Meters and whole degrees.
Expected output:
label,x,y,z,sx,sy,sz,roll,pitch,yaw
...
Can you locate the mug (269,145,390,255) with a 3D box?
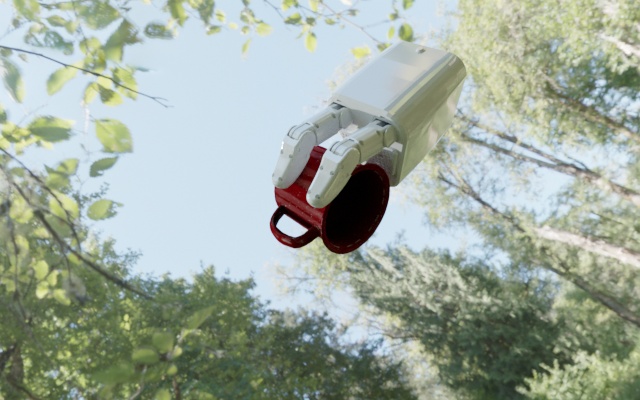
label,x,y,z,sx,sy,sz,roll,pitch,yaw
mug,-0.001,0.002,0.469,0.117,0.093,0.081,-42,48,-21
